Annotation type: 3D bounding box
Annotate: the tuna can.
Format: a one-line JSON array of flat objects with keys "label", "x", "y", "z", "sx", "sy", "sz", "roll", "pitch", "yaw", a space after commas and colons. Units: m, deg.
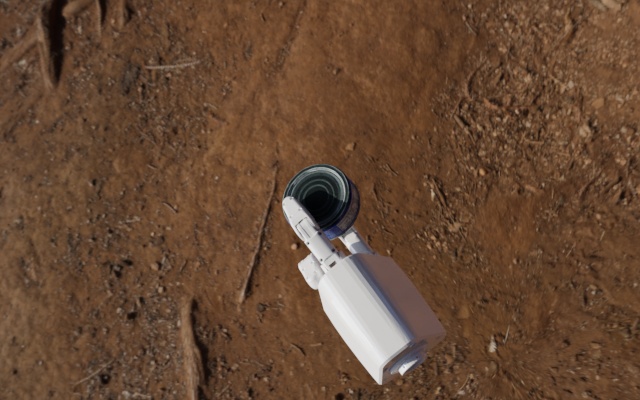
[{"label": "tuna can", "x": 0.000, "y": 0.002, "z": 0.548, "sx": 0.086, "sy": 0.086, "sz": 0.034, "roll": 0, "pitch": -21, "yaw": 25}]
